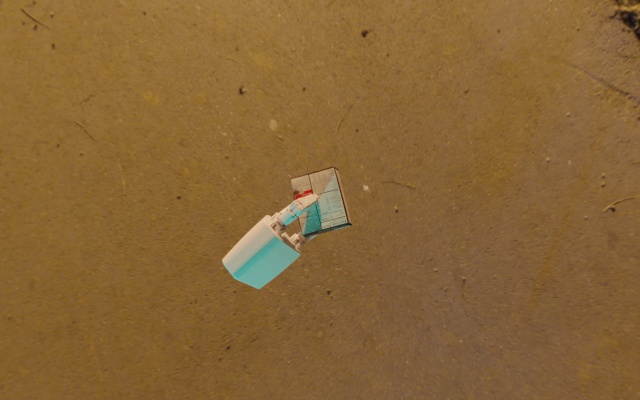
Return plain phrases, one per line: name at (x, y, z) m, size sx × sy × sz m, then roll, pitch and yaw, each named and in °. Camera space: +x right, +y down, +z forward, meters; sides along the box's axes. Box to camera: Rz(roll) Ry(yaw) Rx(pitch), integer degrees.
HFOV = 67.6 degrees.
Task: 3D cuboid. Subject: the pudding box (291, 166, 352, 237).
pudding box at (0.000, 0.003, 0.871) m, size 0.090 × 0.113 × 0.039 m, roll -15°, pitch -10°, yaw 8°
